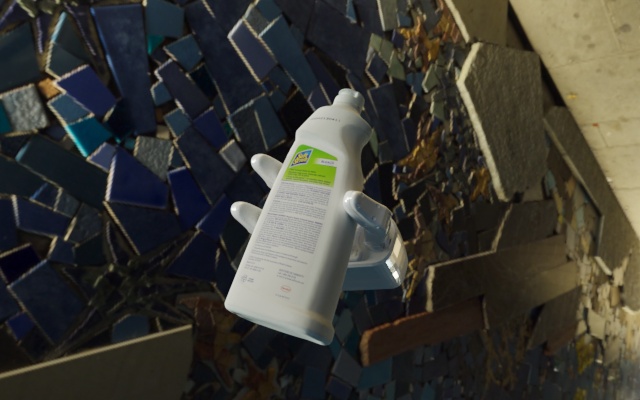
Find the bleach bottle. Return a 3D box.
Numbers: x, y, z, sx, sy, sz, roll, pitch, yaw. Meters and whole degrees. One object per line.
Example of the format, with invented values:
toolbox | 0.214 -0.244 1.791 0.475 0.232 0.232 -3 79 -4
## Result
bleach bottle | 0.000 0.002 0.465 0.102 0.250 0.068 11 -21 24
